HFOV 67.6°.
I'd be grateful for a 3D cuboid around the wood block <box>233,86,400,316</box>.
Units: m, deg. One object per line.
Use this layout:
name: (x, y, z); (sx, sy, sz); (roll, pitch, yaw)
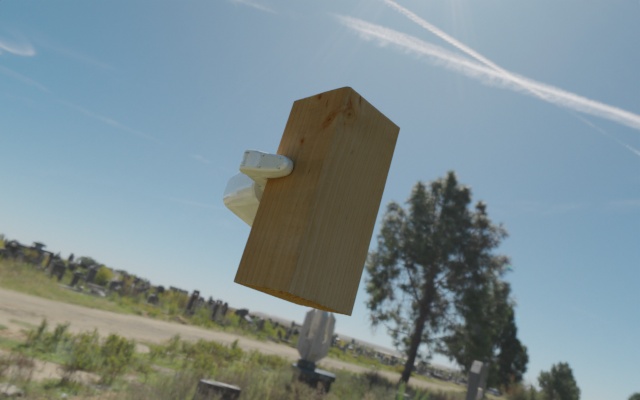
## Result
wood block: (0.000, 0.001, 0.492); (0.091, 0.206, 0.090); (29, -20, -38)
